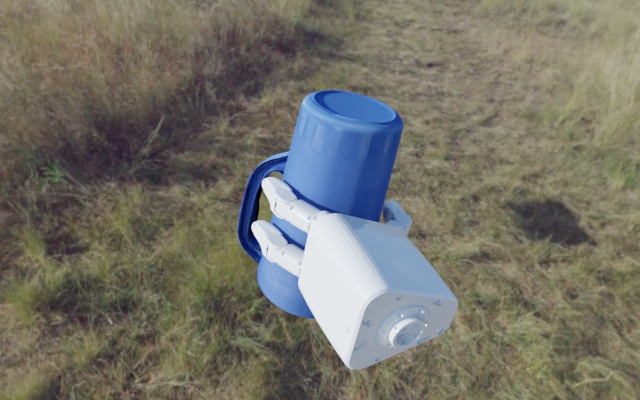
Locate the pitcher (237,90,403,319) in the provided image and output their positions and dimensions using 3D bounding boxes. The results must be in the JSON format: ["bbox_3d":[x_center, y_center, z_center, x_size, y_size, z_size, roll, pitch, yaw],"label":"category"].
[{"bbox_3d":[0.000,0.002,0.549,0.149,0.243,0.145,-1,32,-25],"label":"pitcher"}]
